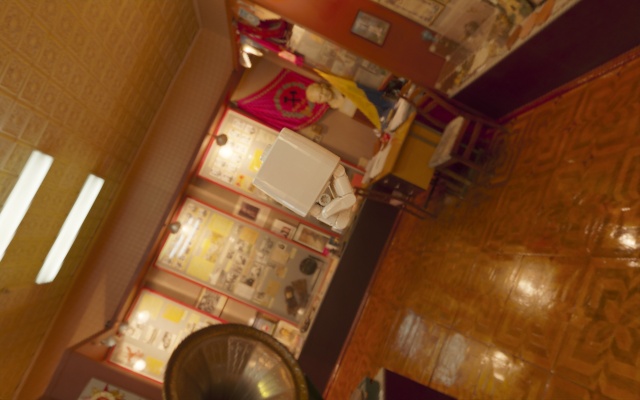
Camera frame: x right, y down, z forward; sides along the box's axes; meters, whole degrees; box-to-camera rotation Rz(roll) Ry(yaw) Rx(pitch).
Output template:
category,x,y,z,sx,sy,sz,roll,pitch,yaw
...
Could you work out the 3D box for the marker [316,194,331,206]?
category,x,y,z,sx,sy,sz,roll,pitch,yaw
marker,0.000,0.003,0.820,0.020,0.020,0.121,0,-4,-7
